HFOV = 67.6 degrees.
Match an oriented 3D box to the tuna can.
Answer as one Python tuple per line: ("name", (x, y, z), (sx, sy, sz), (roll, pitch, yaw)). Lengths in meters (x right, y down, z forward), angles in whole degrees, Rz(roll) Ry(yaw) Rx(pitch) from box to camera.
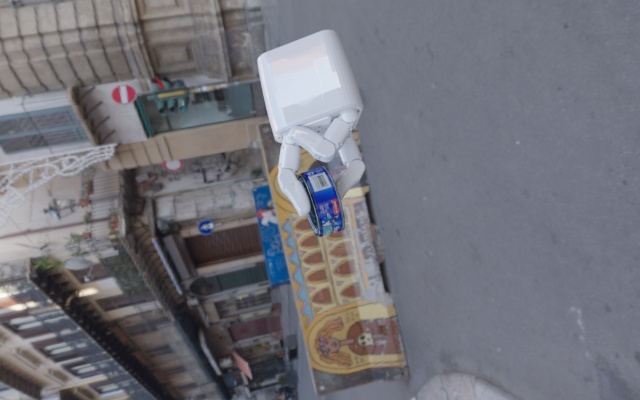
("tuna can", (0.000, 0.002, 0.602), (0.034, 0.086, 0.086), (-17, 3, -10))
